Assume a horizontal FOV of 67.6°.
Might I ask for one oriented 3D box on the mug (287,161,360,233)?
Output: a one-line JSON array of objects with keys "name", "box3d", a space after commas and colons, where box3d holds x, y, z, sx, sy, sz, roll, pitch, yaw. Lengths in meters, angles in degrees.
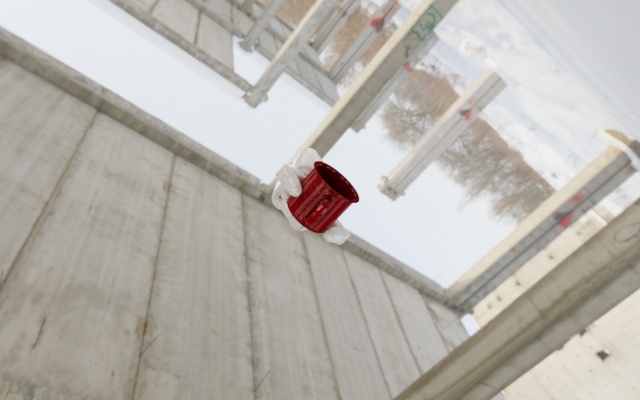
[{"name": "mug", "box3d": [0.000, 0.003, 0.747, 0.093, 0.081, 0.117, 38, 21, -11]}]
